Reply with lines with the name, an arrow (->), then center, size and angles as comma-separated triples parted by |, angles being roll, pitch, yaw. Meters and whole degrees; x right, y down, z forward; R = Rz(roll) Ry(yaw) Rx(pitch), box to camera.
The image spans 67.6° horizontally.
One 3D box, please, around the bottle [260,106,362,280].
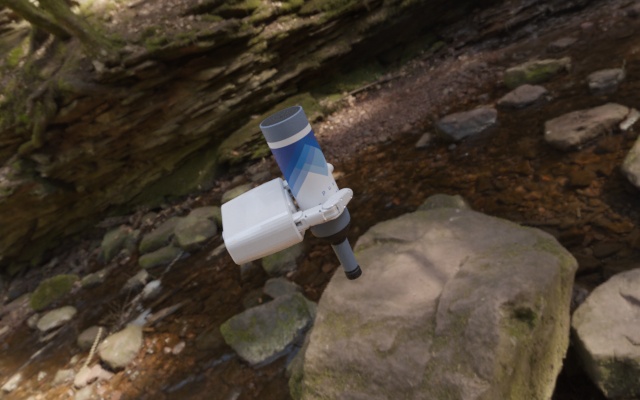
bottle -> 0.000, 0.002, 0.738 | 0.069, 0.296, 0.069 | -21, 25, 10
